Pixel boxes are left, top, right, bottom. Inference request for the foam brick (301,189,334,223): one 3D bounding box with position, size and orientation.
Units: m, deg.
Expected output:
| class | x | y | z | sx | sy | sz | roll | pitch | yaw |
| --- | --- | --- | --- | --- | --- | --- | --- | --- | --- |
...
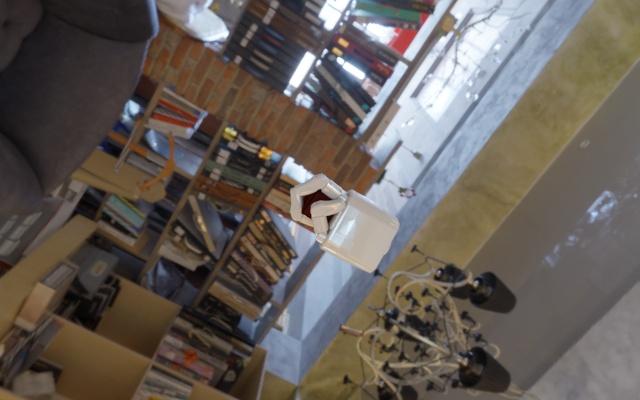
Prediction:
| class | x | y | z | sx | sy | sz | roll | pitch | yaw |
| --- | --- | --- | --- | --- | --- | --- | --- | --- | --- |
| foam brick | 0.000 | 0.003 | 0.872 | 0.051 | 0.053 | 0.078 | 30 | 18 | -10 |
